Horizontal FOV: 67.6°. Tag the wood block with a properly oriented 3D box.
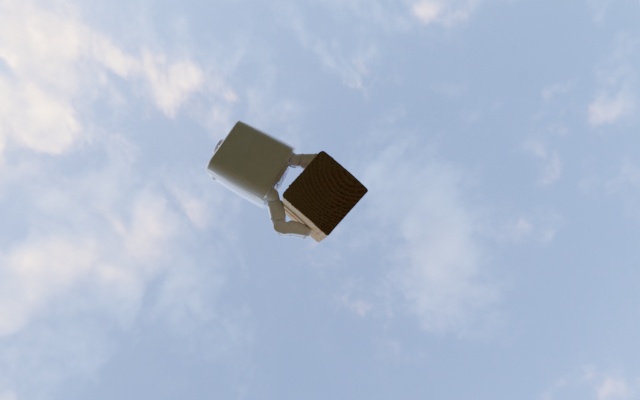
[{"bbox_3d":[0.000,0.002,0.767,0.090,0.091,0.206,41,-8,2],"label":"wood block"}]
